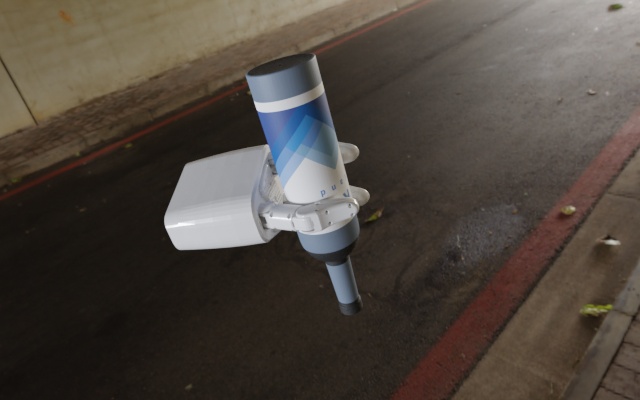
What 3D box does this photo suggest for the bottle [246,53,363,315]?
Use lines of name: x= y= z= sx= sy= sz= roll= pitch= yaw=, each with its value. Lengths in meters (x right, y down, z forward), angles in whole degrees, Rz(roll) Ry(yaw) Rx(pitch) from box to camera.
bottle: x=0.000 y=0.001 z=0.502 sx=0.069 sy=0.296 sz=0.069 roll=-13 pitch=27 yaw=7
